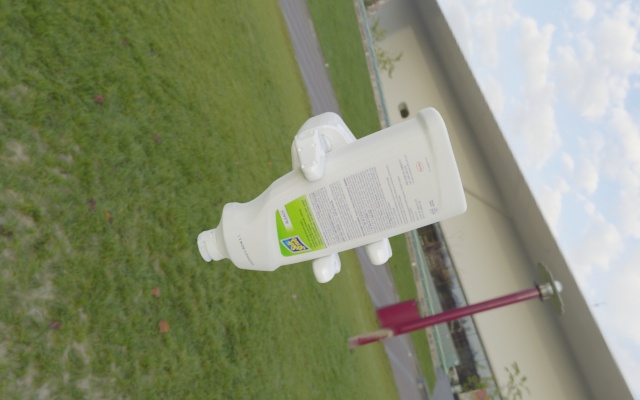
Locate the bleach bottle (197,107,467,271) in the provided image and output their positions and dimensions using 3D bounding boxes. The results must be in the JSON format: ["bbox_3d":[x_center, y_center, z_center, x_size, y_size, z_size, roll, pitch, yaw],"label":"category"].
[{"bbox_3d":[0.000,0.002,0.451,0.251,0.102,0.068,-18,17,9],"label":"bleach bottle"}]
